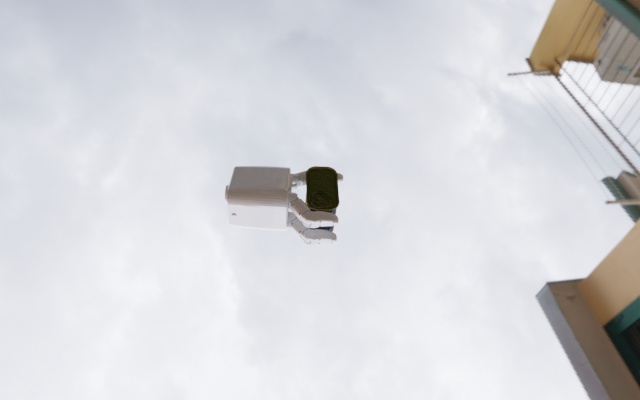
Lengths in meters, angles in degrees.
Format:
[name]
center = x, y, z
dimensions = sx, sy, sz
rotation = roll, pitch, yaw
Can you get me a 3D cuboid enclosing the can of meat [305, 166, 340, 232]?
[can of meat]
center = 0.000, 0.003, 0.871
dimensions = 0.057, 0.102, 0.084
rotation = 1, -40, -5
